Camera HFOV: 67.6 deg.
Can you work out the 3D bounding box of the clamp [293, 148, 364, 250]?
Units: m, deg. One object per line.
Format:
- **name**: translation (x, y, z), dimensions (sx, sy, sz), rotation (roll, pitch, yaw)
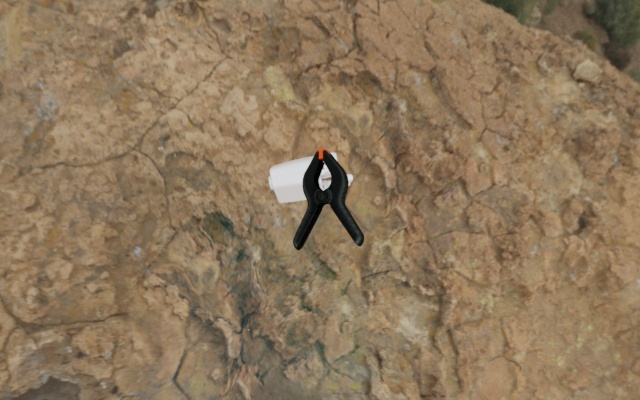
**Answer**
- **clamp**: translation (0.000, 0.002, 0.787), dimensions (0.120, 0.171, 0.039), rotation (-13, -13, 13)
